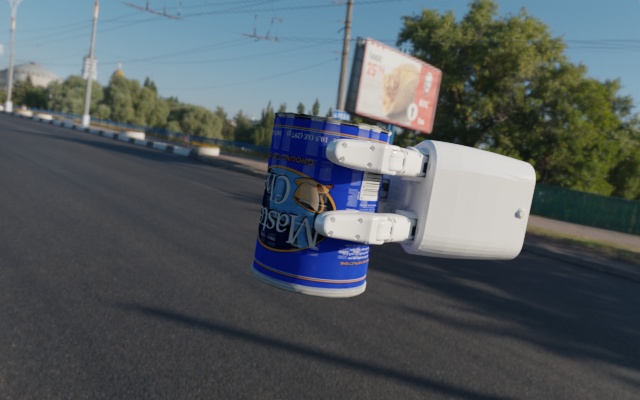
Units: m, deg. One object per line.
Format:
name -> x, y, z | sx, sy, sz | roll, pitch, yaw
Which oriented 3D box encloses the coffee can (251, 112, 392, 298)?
coffee can -> 0.000, 0.001, 0.419 | 0.103, 0.140, 0.103 | 9, 6, -1
